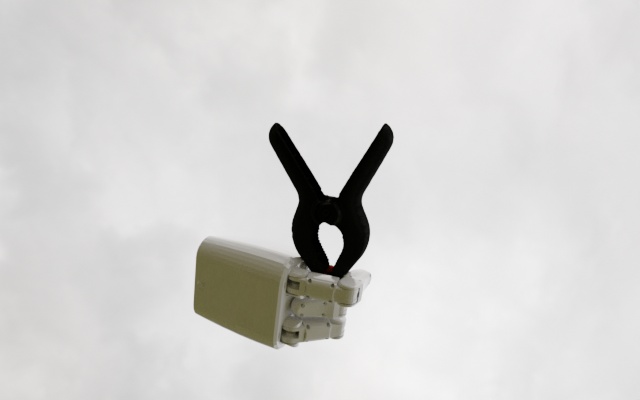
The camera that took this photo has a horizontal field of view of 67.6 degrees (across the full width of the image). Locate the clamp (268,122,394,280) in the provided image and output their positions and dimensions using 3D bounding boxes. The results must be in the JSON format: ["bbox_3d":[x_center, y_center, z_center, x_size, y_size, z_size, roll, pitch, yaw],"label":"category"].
[{"bbox_3d":[0.000,0.002,0.469,0.120,0.171,0.039,13,14,19],"label":"clamp"}]
